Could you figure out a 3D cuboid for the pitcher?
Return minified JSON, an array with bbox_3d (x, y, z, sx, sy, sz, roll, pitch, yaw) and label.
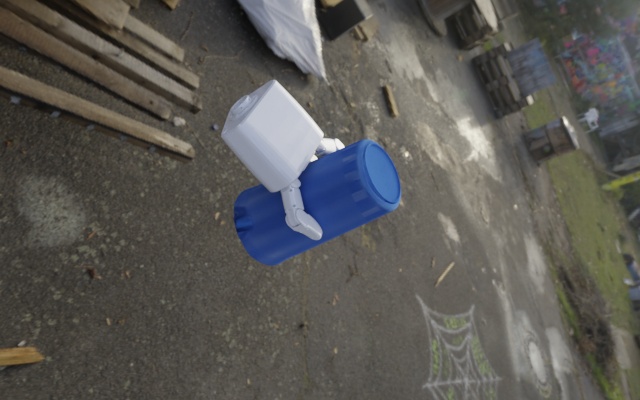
[{"bbox_3d":[0.000,0.002,0.729,0.243,0.145,0.149,-24,31,33],"label":"pitcher"}]
